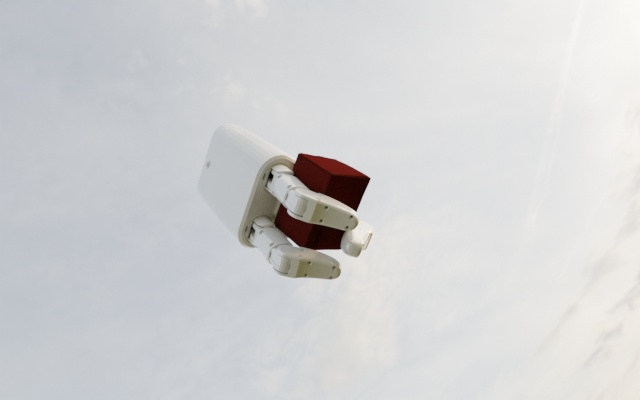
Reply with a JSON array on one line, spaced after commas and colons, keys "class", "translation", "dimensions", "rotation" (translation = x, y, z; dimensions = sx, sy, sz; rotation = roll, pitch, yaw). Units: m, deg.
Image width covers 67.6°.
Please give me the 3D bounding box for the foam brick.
[{"class": "foam brick", "translation": [0.000, 0.001, 0.447], "dimensions": [0.053, 0.078, 0.051], "rotation": [5, 23, -43]}]
